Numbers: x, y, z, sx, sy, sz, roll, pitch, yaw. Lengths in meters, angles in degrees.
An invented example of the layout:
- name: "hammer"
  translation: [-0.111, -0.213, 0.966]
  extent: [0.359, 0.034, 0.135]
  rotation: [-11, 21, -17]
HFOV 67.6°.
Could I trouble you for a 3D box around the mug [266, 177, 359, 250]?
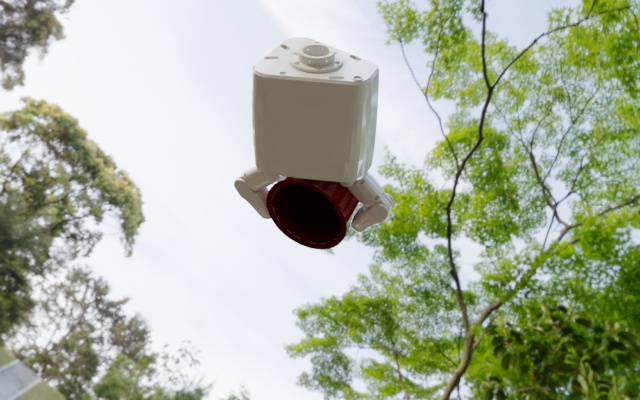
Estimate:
- name: "mug"
  translation: [0.000, 0.003, 0.533]
  extent: [0.093, 0.117, 0.081]
  rotation: [18, 44, 17]
